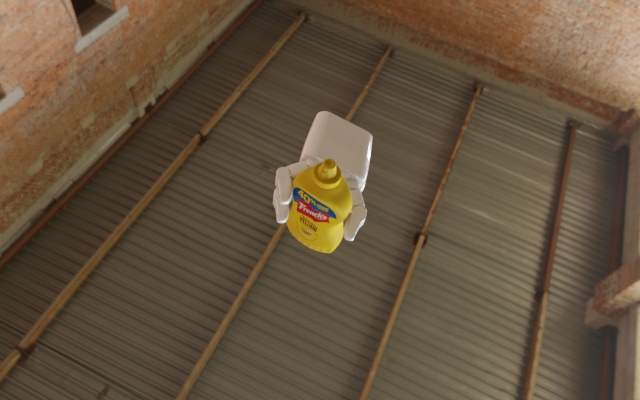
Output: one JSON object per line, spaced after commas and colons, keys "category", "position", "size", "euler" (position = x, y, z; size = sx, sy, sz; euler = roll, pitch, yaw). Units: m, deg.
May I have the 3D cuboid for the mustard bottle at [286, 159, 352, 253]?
{"category": "mustard bottle", "position": [0.000, 0.003, 0.727], "size": [0.096, 0.058, 0.192], "euler": [35, -33, 14]}
